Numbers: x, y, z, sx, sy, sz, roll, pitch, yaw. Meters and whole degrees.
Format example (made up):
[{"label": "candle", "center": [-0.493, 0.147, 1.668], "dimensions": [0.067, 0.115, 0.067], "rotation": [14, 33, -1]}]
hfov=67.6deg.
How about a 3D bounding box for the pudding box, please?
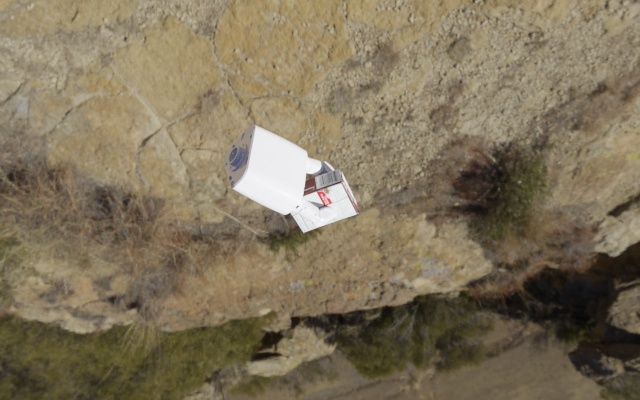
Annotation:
[{"label": "pudding box", "center": [0.000, 0.003, 0.842], "dimensions": [0.113, 0.039, 0.090], "rotation": [-19, -46, 12]}]
